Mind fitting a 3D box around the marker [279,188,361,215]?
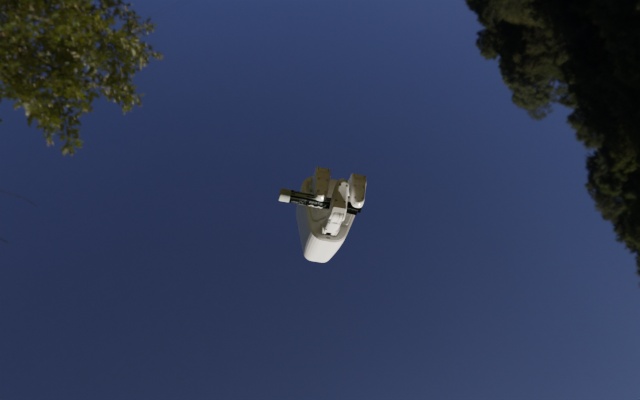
[{"bbox_3d":[0.000,0.002,0.694,0.121,0.020,0.020,11,-1,-7],"label":"marker"}]
